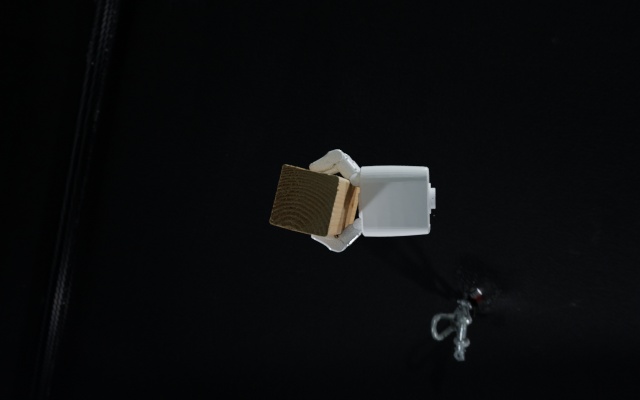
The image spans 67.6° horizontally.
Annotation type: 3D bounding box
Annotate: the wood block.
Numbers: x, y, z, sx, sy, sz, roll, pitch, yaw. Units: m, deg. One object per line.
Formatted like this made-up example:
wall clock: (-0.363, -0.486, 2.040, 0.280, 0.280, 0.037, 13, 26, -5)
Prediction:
wood block: (0.000, 0.003, 0.779, 0.090, 0.091, 0.206, 13, 1, 13)
